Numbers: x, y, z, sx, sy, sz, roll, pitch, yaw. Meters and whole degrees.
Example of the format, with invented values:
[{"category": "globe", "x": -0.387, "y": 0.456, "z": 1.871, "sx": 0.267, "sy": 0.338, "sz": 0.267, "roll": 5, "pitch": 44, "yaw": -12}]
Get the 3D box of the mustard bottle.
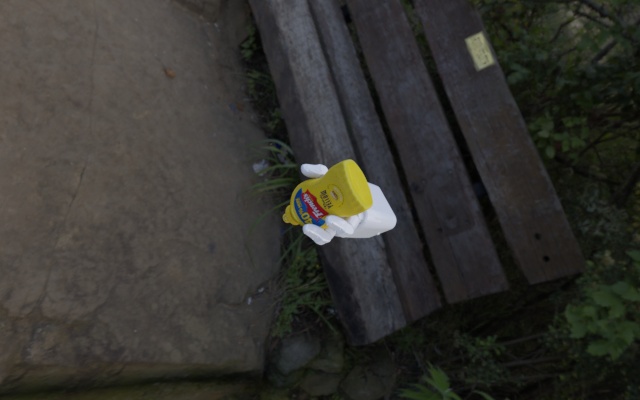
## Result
[{"category": "mustard bottle", "x": 0.000, "y": 0.003, "z": 0.886, "sx": 0.192, "sy": 0.096, "sz": 0.058, "roll": -25, "pitch": 1, "yaw": 38}]
